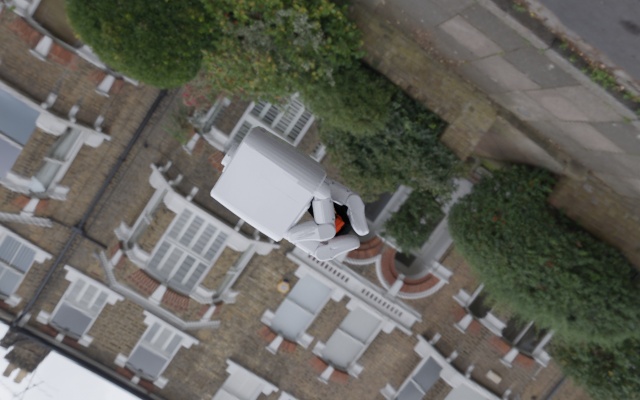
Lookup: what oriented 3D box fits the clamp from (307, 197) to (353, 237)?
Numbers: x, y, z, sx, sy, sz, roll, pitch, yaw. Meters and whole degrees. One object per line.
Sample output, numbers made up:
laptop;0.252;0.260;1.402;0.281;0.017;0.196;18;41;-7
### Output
clamp;0.000;0.003;0.687;0.120;0.039;0.171;34;8;-7
